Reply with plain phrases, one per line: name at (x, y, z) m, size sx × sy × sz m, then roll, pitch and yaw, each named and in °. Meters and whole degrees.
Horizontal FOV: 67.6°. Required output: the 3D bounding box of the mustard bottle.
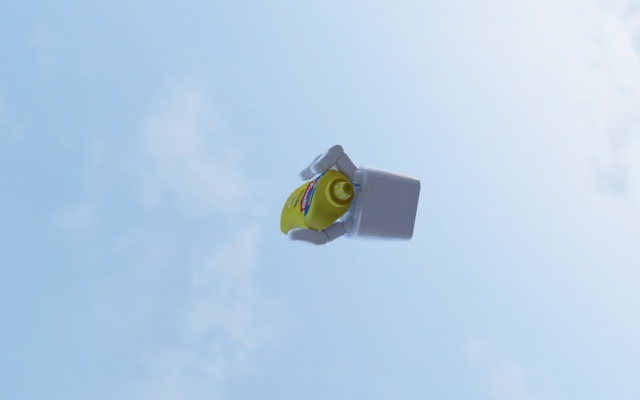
mustard bottle at (0.000, 0.002, 0.730) m, size 0.058 × 0.096 × 0.192 m, roll 32°, pitch -22°, yaw -15°
